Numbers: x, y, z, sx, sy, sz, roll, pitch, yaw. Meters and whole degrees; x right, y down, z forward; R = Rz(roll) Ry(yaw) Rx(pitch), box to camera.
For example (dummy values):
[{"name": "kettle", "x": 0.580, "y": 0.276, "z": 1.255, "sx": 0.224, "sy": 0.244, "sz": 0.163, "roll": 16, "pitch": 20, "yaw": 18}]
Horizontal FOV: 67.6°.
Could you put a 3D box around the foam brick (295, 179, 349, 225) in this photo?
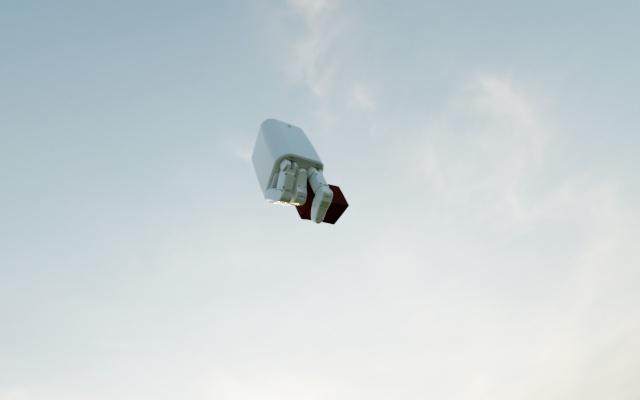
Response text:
[{"name": "foam brick", "x": 0.000, "y": 0.003, "z": 0.838, "sx": 0.078, "sy": 0.051, "sz": 0.053, "roll": 13, "pitch": -52, "yaw": -39}]
